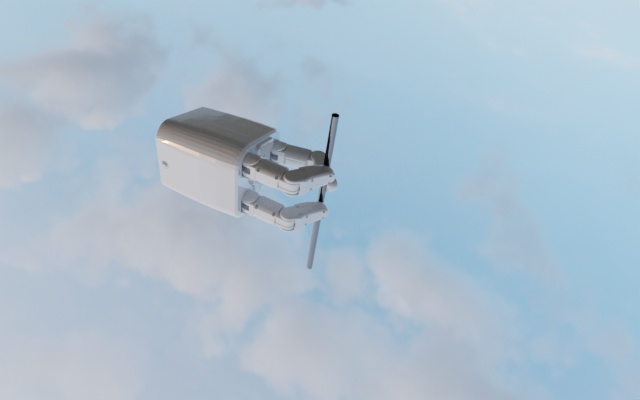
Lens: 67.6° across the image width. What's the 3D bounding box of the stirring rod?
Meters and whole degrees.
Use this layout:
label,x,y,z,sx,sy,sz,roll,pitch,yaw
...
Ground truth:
label,x,y,z,sx,sy,sz,roll,pitch,yaw
stirring rod,0.000,0.002,0.560,0.011,0.240,0.011,5,43,-5
